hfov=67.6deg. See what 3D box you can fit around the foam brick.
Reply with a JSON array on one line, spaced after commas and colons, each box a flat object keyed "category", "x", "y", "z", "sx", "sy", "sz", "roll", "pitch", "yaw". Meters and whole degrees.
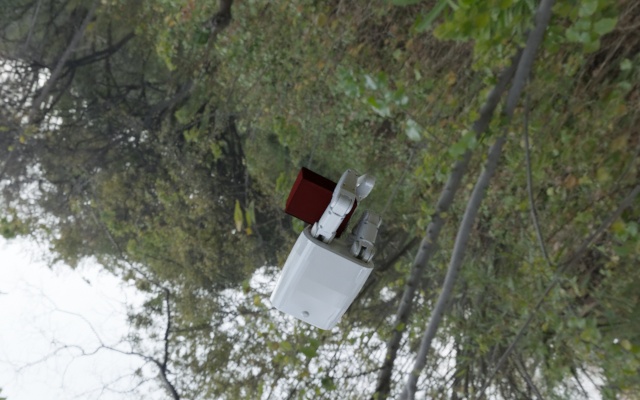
[{"category": "foam brick", "x": 0.000, "y": 0.002, "z": 0.601, "sx": 0.078, "sy": 0.051, "sz": 0.053, "roll": 26, "pitch": 17, "yaw": -9}]
